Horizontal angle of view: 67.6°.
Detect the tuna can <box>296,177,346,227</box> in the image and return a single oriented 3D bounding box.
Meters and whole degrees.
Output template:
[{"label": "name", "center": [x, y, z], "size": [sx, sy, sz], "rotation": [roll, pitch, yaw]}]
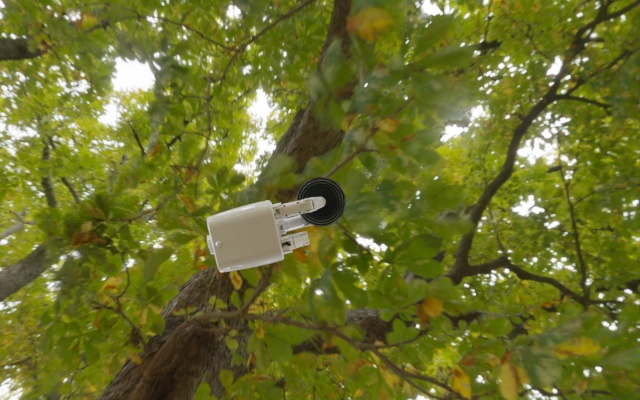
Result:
[{"label": "tuna can", "center": [0.000, 0.003, 0.835], "size": [0.086, 0.086, 0.034], "rotation": [0, -3, -4]}]
